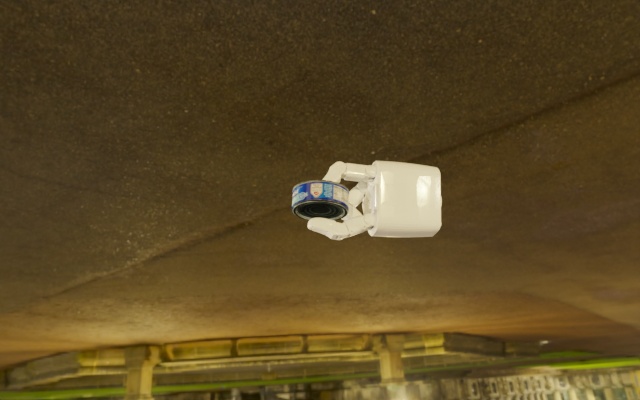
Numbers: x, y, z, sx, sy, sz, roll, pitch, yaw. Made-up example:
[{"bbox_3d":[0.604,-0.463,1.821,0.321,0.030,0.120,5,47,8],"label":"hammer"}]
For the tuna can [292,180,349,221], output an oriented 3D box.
[{"bbox_3d":[0.000,0.003,0.711,0.086,0.033,0.086,2,-23,1],"label":"tuna can"}]
